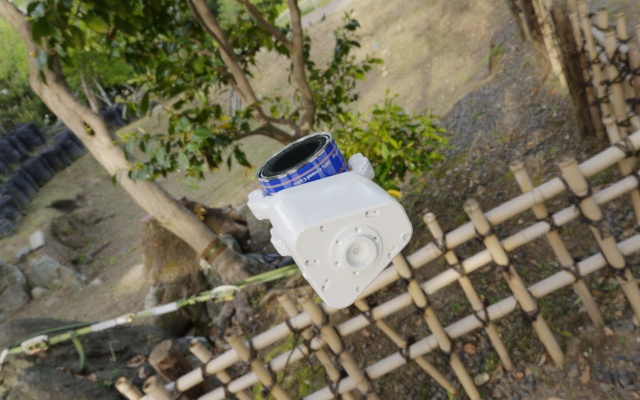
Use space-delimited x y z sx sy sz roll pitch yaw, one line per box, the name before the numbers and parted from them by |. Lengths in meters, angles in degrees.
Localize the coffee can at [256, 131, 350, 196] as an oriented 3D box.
coffee can | 0.000 0.002 0.586 0.103 0.140 0.102 -25 23 11
